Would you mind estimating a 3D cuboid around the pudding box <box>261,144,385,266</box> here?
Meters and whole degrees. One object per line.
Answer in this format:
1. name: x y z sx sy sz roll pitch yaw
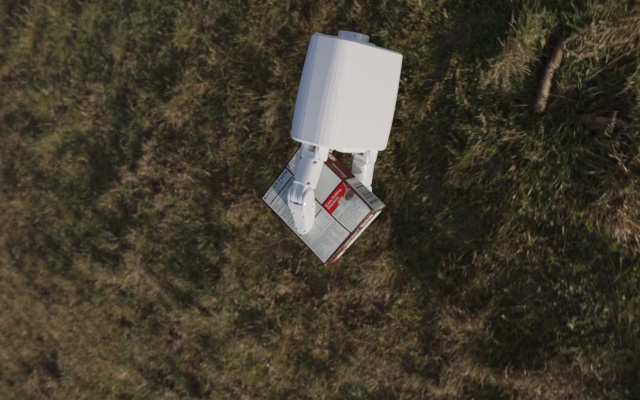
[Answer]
1. pudding box: 0.000 0.002 0.534 0.113 0.090 0.039 46 24 15
